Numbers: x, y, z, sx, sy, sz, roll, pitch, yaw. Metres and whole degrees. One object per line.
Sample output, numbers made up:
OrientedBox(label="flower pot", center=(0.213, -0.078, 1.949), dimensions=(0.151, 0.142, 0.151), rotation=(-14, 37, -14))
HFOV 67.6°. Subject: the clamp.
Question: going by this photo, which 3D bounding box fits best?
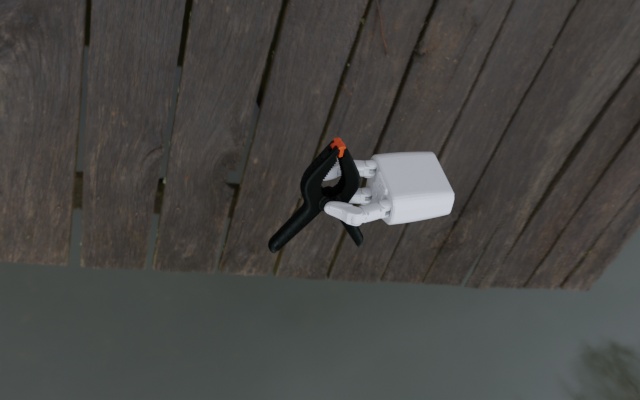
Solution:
OrientedBox(label="clamp", center=(0.001, 0.002, 0.739), dimensions=(0.164, 0.210, 0.036), rotation=(-8, 39, -17))
